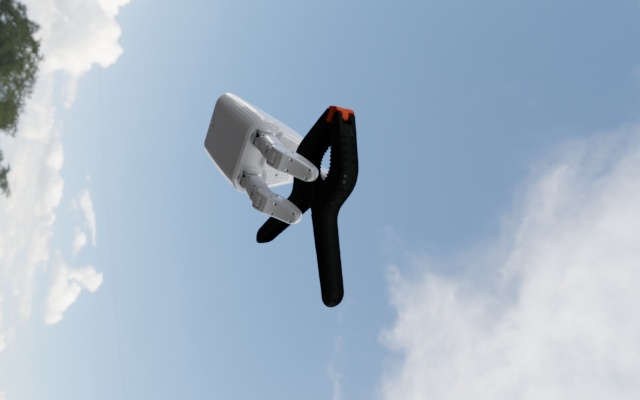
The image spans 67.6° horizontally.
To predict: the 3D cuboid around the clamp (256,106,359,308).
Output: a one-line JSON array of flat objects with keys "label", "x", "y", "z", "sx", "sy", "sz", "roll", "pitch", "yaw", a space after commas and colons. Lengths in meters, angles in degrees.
[{"label": "clamp", "x": 0.001, "y": 0.001, "z": 0.537, "sx": 0.036, "sy": 0.210, "sz": 0.164, "roll": 2, "pitch": 29, "yaw": -41}]
